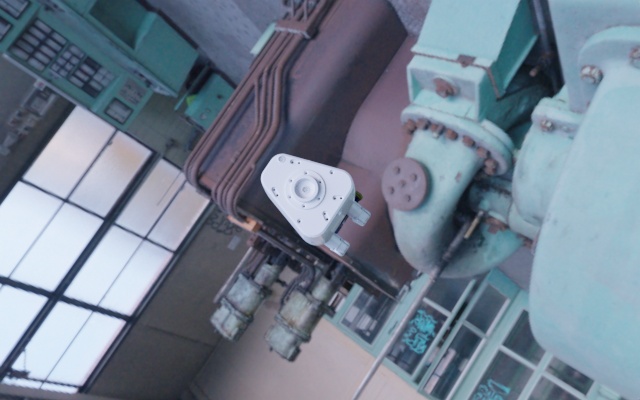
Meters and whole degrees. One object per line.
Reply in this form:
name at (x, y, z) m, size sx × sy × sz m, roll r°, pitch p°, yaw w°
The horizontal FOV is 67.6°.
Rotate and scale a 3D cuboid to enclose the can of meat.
can of meat at (0.000, 0.003, 0.729) m, size 0.102 × 0.084 × 0.057 m, roll 33°, pitch -6°, yaw 4°
